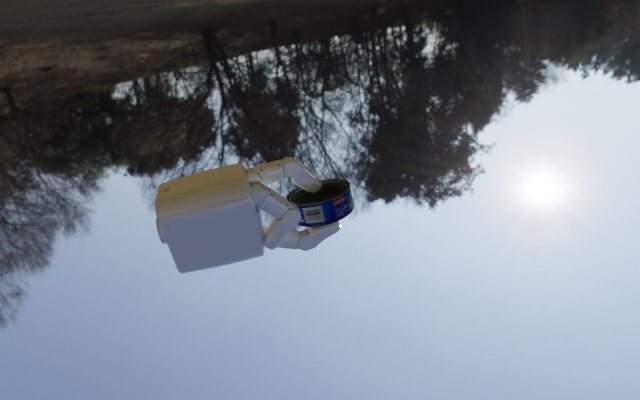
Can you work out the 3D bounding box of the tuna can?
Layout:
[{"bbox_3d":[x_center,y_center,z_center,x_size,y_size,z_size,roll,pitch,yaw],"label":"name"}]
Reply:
[{"bbox_3d":[0.000,0.003,0.625,0.086,0.034,0.086,-12,20,4],"label":"tuna can"}]
